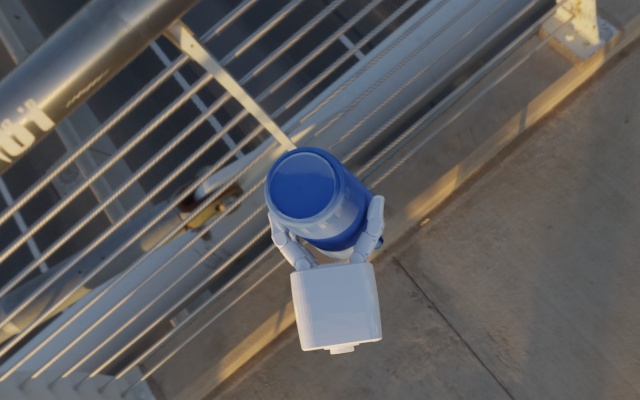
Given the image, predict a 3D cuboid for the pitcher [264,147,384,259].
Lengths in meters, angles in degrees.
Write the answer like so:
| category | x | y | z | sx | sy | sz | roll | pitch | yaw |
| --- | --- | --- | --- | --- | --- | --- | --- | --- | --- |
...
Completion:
| category | x | y | z | sx | sy | sz | roll | pitch | yaw |
| --- | --- | --- | --- | --- | --- | --- | --- | --- | --- |
| pitcher | 0.000 | 0.002 | 0.709 | 0.149 | 0.145 | 0.243 | -10 | -16 | 13 |
